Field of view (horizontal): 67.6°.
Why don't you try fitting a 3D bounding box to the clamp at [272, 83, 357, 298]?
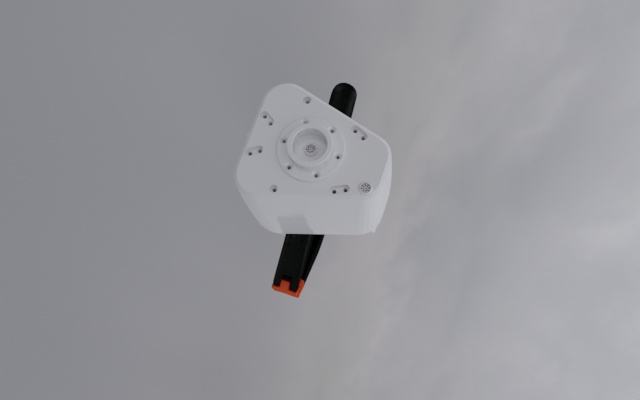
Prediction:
[{"bbox_3d":[0.001,0.002,0.516,0.036,0.210,0.165,16,-14,11],"label":"clamp"}]
